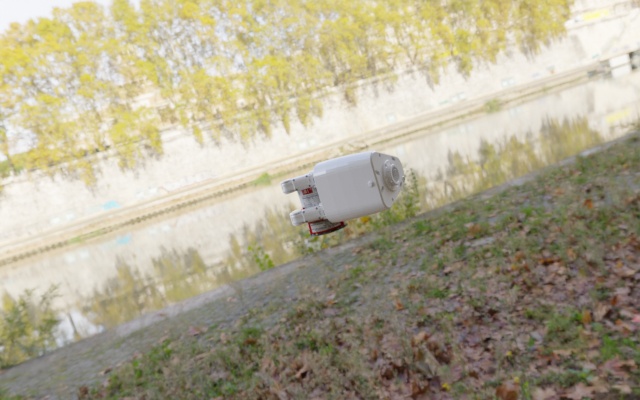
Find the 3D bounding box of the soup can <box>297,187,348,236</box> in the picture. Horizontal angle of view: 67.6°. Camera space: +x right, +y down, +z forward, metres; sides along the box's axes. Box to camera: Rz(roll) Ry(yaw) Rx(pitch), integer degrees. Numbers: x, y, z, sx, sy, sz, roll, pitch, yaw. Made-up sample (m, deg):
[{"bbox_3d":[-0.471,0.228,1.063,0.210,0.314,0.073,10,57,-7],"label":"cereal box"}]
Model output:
[{"bbox_3d":[0.000,0.002,0.818,0.068,0.102,0.068,-17,6,2],"label":"soup can"}]
